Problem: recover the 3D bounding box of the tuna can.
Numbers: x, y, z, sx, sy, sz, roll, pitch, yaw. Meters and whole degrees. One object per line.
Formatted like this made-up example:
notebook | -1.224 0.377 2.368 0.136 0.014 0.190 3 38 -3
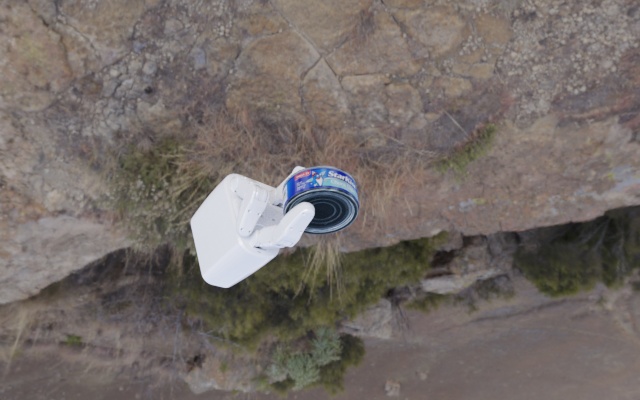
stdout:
tuna can | 0.000 0.002 0.537 0.086 0.033 0.086 -3 -39 -2
